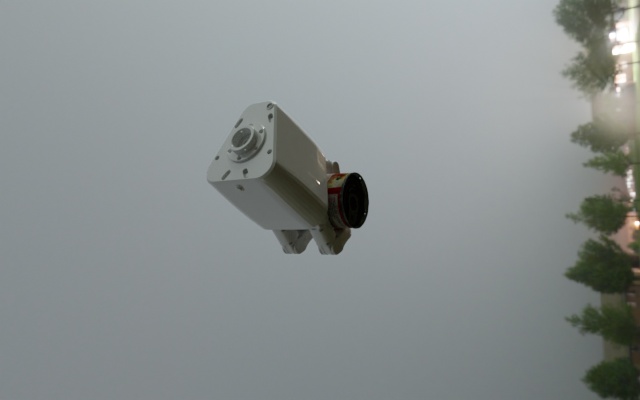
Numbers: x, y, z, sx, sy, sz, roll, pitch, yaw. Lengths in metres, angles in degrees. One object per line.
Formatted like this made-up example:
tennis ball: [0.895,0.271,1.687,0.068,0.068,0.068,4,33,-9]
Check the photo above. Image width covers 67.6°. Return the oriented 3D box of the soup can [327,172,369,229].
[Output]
soup can: [0.000,0.002,0.598,0.102,0.068,0.068,-3,-2,32]
